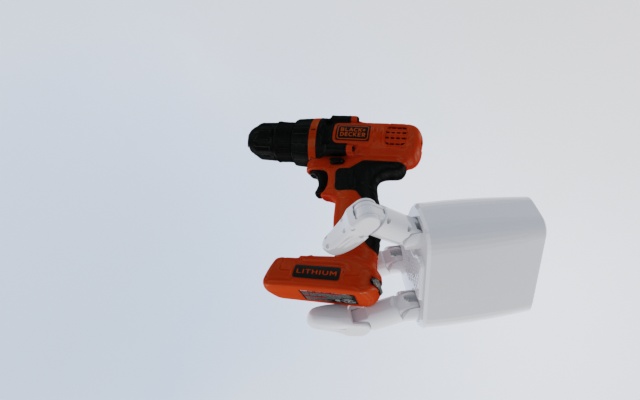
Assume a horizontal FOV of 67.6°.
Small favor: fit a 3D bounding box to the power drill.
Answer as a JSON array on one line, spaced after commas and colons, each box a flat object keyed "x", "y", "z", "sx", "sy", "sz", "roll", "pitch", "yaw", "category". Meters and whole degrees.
[{"x": 0.000, "y": 0.002, "z": 0.466, "sx": 0.184, "sy": 0.187, "sz": 0.057, "roll": 3, "pitch": -23, "yaw": 16, "category": "power drill"}]
